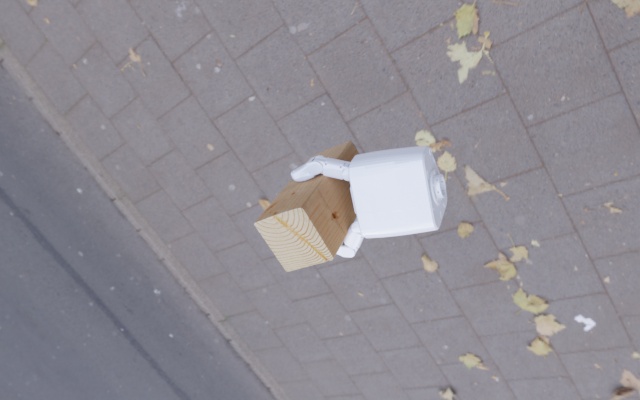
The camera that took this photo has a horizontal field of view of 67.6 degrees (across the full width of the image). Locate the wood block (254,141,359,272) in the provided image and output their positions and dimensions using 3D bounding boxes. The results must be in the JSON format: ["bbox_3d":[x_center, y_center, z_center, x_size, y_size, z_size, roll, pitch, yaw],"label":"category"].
[{"bbox_3d":[0.000,0.002,0.729,0.090,0.091,0.206,-19,21,33],"label":"wood block"}]
